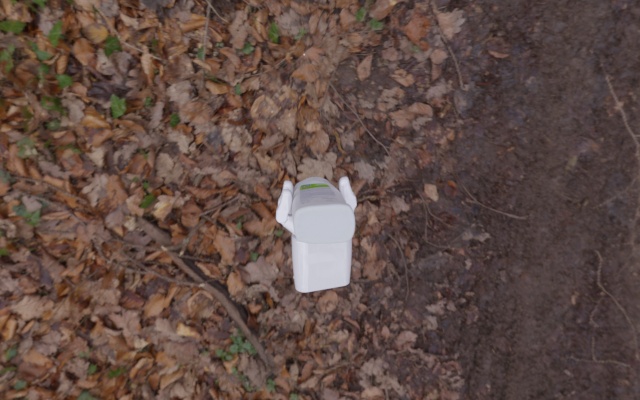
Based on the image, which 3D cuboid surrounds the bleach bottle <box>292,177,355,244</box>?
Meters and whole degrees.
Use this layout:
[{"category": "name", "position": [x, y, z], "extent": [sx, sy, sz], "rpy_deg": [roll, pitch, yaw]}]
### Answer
[{"category": "bleach bottle", "position": [0.000, 0.003, 0.872], "extent": [0.102, 0.068, 0.250], "rpy_deg": [-2, 17, -1]}]
